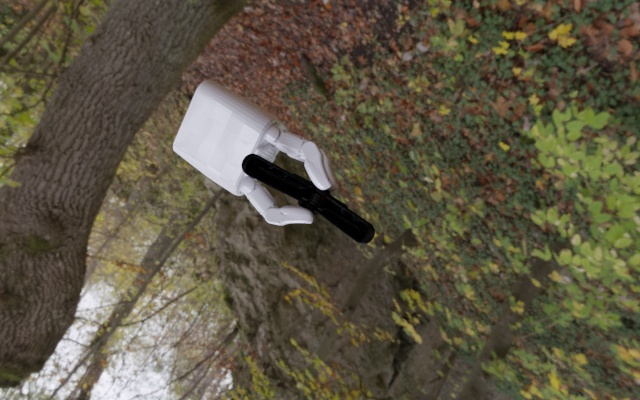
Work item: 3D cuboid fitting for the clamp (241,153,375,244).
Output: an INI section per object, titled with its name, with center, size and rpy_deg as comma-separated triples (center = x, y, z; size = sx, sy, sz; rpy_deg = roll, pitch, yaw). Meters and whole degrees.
[clamp]
center = 0.000, 0.003, 0.602
size = 0.164, 0.036, 0.210
rpy_deg = 33, 3, 10
